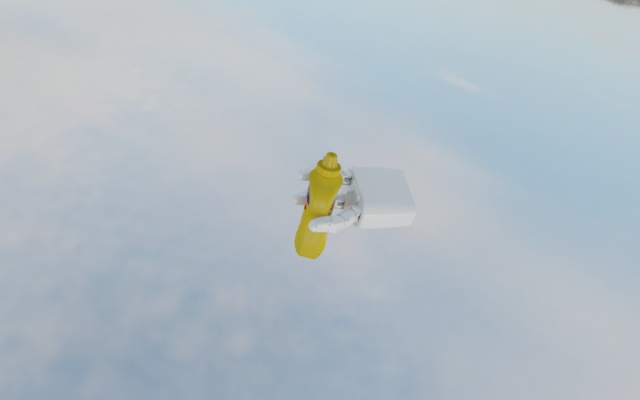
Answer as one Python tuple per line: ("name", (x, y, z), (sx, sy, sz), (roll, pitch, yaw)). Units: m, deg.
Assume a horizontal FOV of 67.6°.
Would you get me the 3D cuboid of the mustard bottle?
("mustard bottle", (0.000, 0.003, 0.822), (0.058, 0.192, 0.096), (15, 34, 1))
